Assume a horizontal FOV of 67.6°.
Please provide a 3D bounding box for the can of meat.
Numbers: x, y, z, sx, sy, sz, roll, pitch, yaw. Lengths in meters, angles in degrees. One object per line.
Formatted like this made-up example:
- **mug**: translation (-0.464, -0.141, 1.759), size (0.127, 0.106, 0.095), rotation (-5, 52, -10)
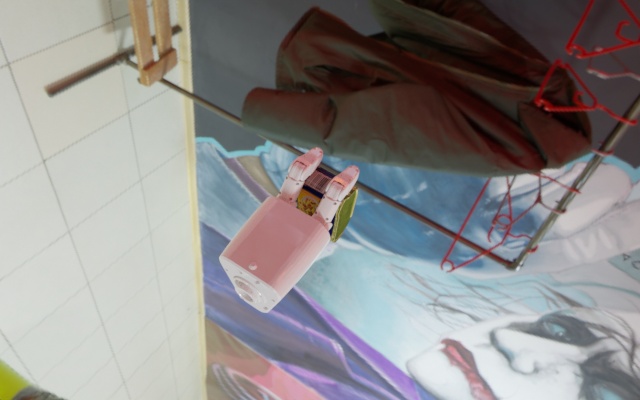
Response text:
- **can of meat**: translation (0.000, 0.002, 0.663), size (0.084, 0.057, 0.102), rotation (30, -34, 15)
